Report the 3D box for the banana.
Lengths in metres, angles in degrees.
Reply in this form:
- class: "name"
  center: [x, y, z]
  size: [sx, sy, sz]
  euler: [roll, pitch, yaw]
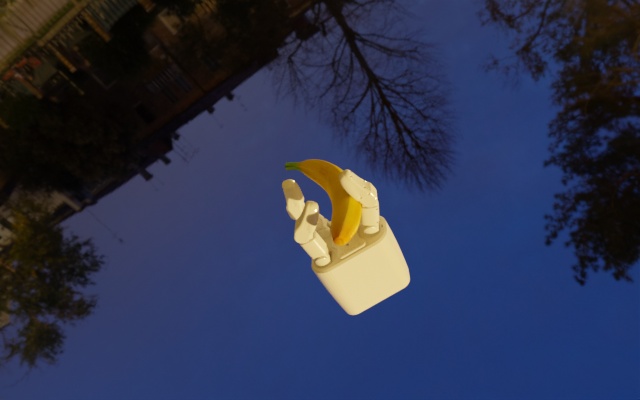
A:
- class: "banana"
  center: [0.015, -0.008, 0.635]
  size: [0.069, 0.037, 0.197]
  euler: [-27, 37, -7]
